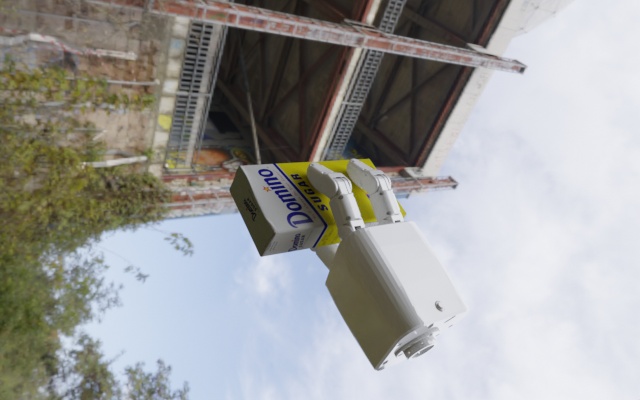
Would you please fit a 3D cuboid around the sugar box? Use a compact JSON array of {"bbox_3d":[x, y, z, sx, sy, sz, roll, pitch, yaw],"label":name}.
[{"bbox_3d":[0.000,0.001,0.523,0.176,0.093,0.048,-5,-39,-37],"label":"sugar box"}]
